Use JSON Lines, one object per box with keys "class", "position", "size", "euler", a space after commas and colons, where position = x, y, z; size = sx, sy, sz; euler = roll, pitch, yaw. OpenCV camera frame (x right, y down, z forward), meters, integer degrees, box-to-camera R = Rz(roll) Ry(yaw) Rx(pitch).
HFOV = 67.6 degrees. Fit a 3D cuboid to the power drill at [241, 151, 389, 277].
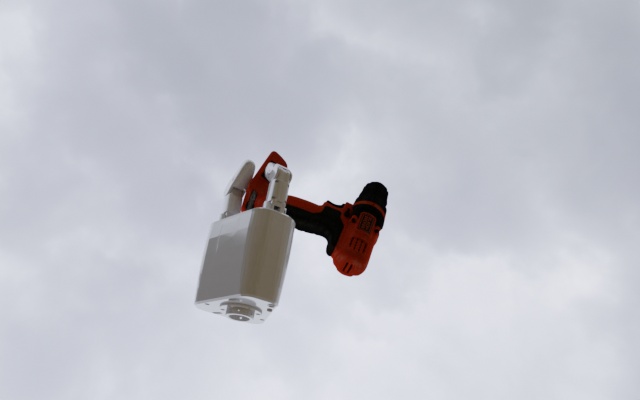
{"class": "power drill", "position": [0.000, 0.002, 0.661], "size": [0.187, 0.057, 0.184], "euler": [24, 38, 2]}
